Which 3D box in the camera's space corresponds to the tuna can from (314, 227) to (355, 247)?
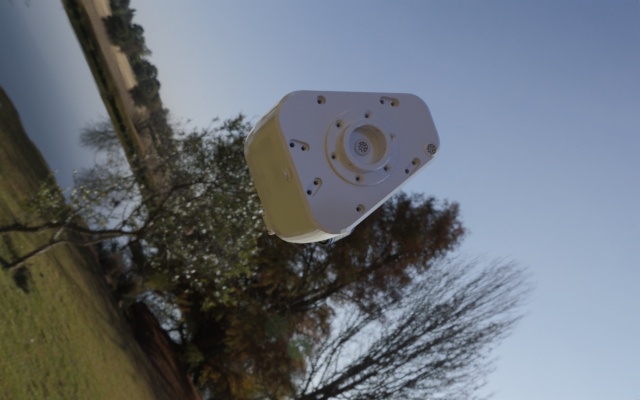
[{"bbox_3d":[0.001,0.001,0.482,0.033,0.086,0.086,-23,9,-21],"label":"tuna can"}]
